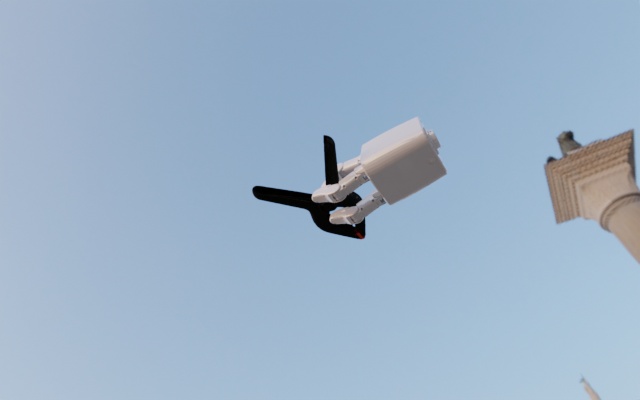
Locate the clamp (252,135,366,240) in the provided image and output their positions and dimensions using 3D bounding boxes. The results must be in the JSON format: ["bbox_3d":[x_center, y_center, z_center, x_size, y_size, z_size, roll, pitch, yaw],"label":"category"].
[{"bbox_3d":[0.001,0.002,0.807,0.164,0.210,0.036,-27,35,19],"label":"clamp"}]
